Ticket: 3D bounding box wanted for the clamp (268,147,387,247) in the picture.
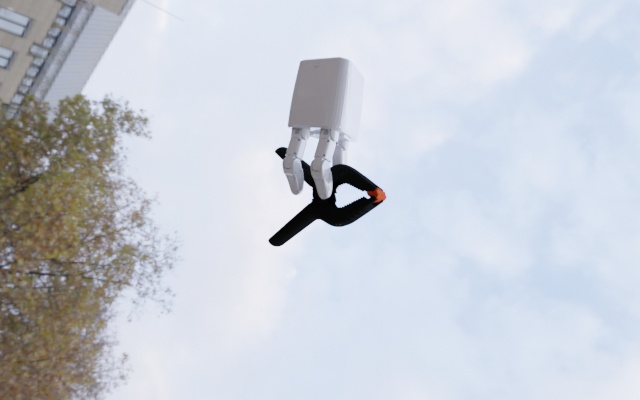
[{"bbox_3d":[0.001,0.002,0.738,0.210,0.164,0.036,8,-1,36],"label":"clamp"}]
